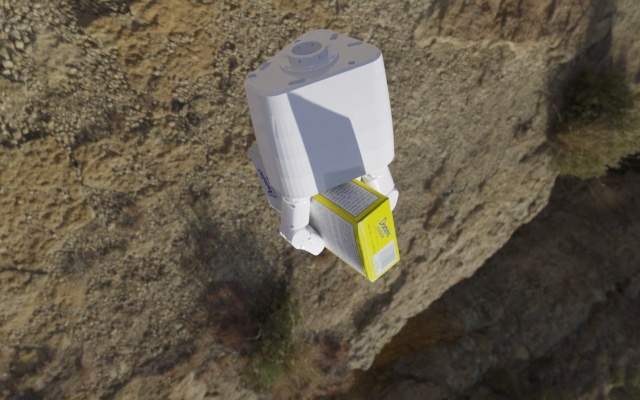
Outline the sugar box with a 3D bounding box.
[{"bbox_3d":[0.001,0.001,0.495,0.048,0.093,0.176,-36,47,-19],"label":"sugar box"}]
